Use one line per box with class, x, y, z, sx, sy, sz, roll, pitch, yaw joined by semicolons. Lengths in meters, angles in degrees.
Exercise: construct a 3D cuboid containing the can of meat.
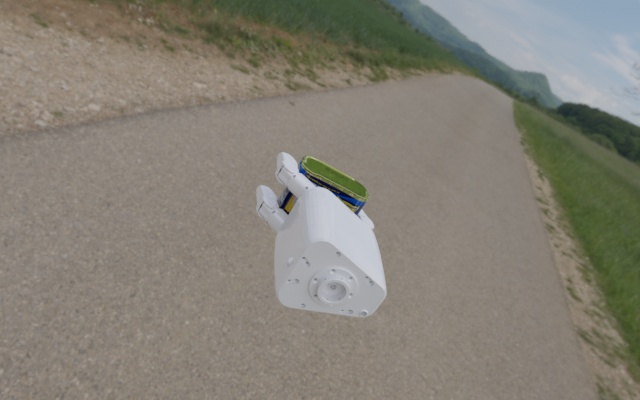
can of meat;0.000;0.002;0.615;0.102;0.084;0.057;27;24;-12
